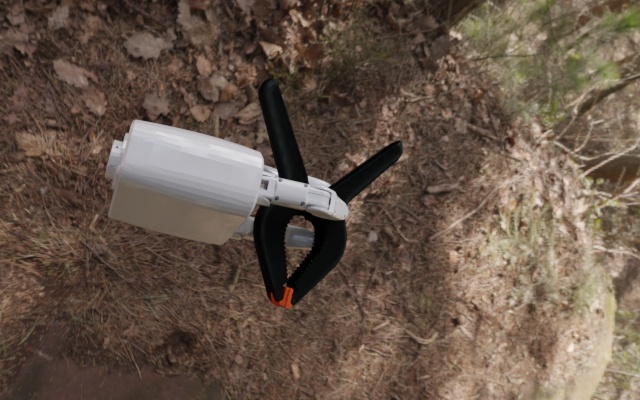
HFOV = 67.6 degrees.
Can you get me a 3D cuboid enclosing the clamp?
[{"bbox_3d":[0.000,0.002,0.466,0.164,0.210,0.036,15,-12,-22],"label":"clamp"}]
